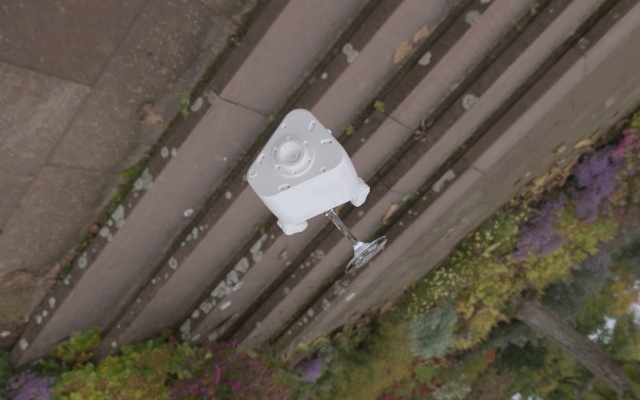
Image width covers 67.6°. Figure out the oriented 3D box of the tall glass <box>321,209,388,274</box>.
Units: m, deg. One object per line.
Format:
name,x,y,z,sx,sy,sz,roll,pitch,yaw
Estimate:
tall glass,0.001,0.003,0.669,0.079,0.201,0.079,-35,-20,-15
